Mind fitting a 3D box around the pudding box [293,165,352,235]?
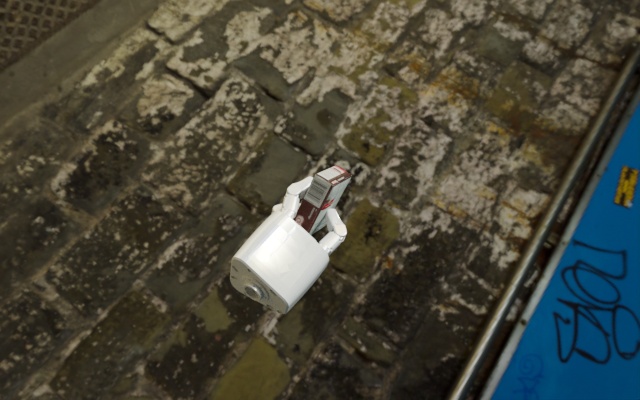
[{"bbox_3d":[0.000,0.003,0.797,0.039,0.113,0.090,34,24,12],"label":"pudding box"}]
